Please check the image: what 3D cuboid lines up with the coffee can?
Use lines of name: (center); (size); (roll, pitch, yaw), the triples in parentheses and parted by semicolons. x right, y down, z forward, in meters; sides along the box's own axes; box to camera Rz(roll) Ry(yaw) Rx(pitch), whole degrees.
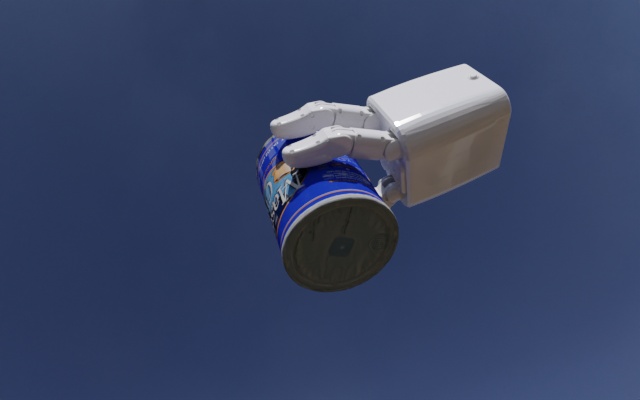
coffee can: (0.000, 0.002, 0.454); (0.103, 0.103, 0.140); (0, 34, -19)
